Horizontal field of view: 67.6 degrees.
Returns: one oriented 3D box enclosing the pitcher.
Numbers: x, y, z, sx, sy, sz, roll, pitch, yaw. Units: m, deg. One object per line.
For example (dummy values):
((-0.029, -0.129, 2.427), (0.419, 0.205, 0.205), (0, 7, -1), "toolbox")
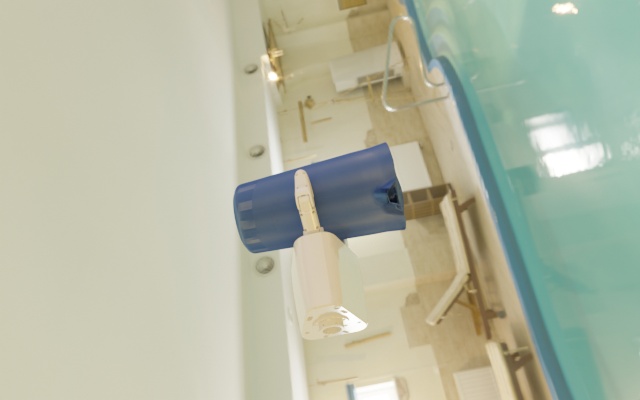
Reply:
((0.000, 0.002, 0.726), (0.243, 0.145, 0.149), (-12, -35, 4), "pitcher")
